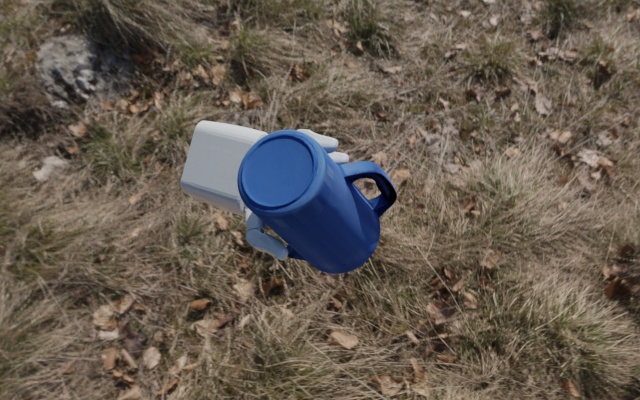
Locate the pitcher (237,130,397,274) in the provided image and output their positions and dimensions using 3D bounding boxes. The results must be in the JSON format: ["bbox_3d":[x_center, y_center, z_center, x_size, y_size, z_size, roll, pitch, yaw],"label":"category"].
[{"bbox_3d":[0.000,0.002,0.630,0.145,0.149,0.243,16,-14,24],"label":"pitcher"}]
